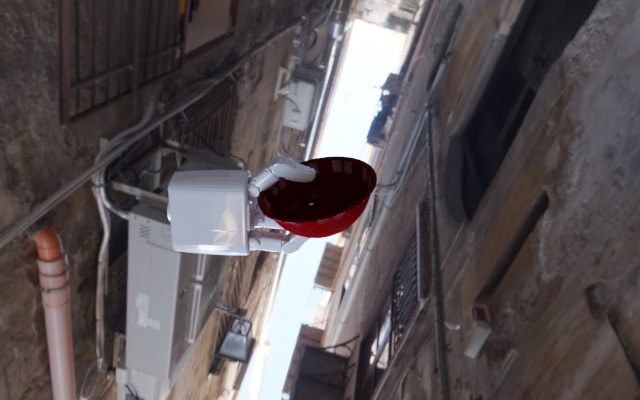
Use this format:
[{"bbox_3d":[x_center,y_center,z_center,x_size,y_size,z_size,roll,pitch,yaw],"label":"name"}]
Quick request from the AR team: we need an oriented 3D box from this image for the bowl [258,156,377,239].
[{"bbox_3d":[0.001,0.002,0.646,0.162,0.055,0.162,-11,32,7],"label":"bowl"}]
